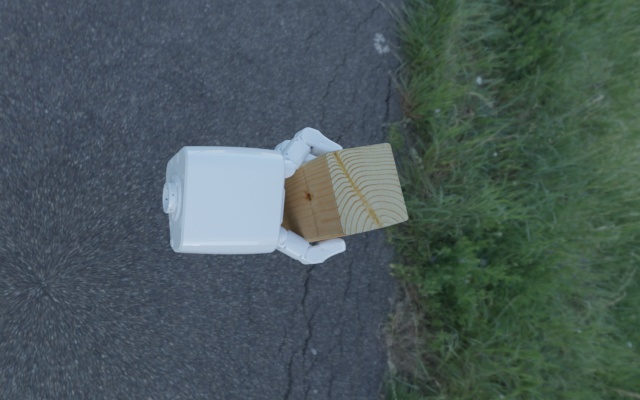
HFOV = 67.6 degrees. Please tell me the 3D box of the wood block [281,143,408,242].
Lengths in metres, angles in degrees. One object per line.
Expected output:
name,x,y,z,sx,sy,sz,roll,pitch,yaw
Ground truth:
wood block,0.000,0.002,0.593,0.090,0.091,0.206,-11,-3,-31
